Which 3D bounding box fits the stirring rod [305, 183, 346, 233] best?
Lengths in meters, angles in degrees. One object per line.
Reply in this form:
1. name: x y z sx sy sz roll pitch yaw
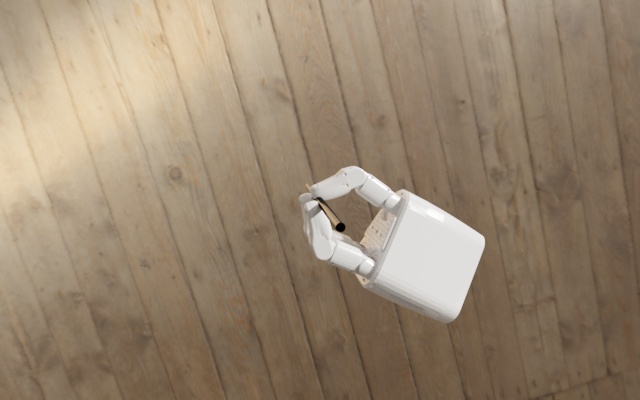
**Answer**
1. stirring rod: 0.000 0.002 0.489 0.011 0.011 0.239 0 9 -8
